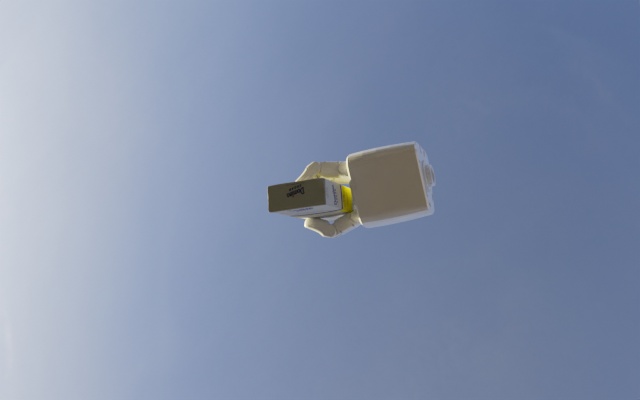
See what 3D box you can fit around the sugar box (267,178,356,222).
[{"bbox_3d":[0.000,0.002,0.745,0.093,0.048,0.176,-8,-12,22],"label":"sugar box"}]
